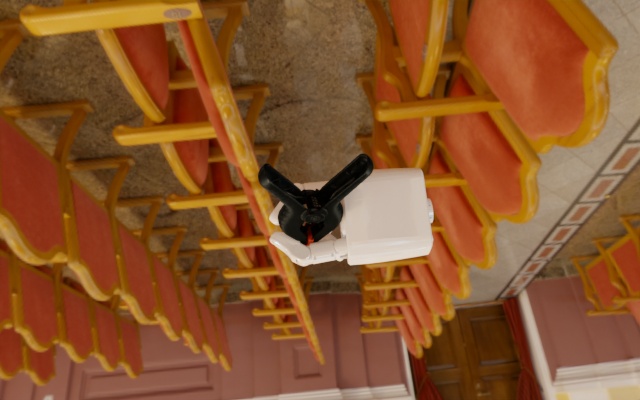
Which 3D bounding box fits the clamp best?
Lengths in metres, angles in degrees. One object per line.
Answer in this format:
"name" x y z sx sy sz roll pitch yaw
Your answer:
"clamp" 0.000 0.002 0.551 0.120 0.039 0.172 -6 -28 1
